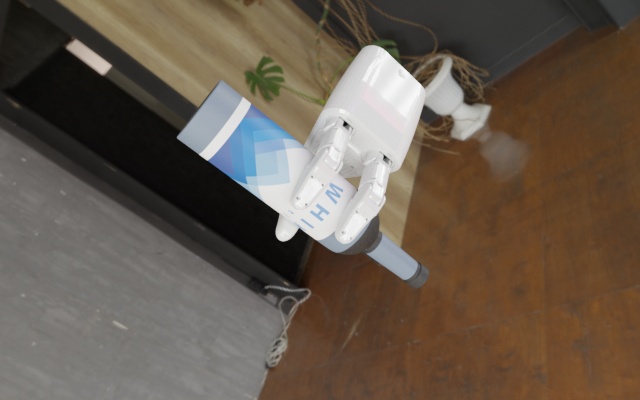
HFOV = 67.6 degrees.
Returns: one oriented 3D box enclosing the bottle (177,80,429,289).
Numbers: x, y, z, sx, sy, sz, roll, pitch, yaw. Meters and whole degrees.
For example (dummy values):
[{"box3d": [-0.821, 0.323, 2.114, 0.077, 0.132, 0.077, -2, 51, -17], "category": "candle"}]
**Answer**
[{"box3d": [0.000, 0.001, 0.480, 0.296, 0.069, 0.069, 38, -14, -19], "category": "bottle"}]
